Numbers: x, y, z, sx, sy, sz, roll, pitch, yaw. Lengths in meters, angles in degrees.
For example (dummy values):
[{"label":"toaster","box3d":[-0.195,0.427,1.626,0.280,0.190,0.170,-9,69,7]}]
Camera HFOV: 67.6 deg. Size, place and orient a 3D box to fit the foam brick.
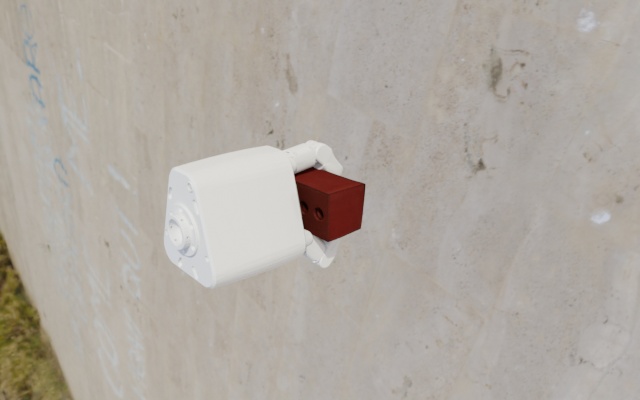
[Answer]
[{"label":"foam brick","box3d":[0.000,0.002,0.499,0.051,0.053,0.078,-18,29,-41]}]
